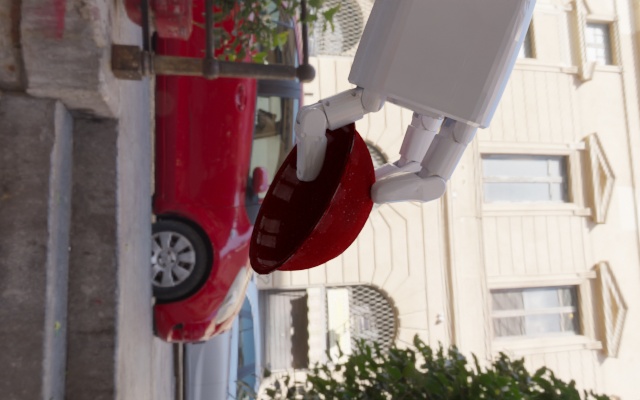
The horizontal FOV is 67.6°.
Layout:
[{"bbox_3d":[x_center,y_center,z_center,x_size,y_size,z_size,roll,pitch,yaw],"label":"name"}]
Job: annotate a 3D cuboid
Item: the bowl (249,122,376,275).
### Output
[{"bbox_3d":[0.000,0.003,0.427,0.055,0.162,0.162,30,-12,-22],"label":"bowl"}]
